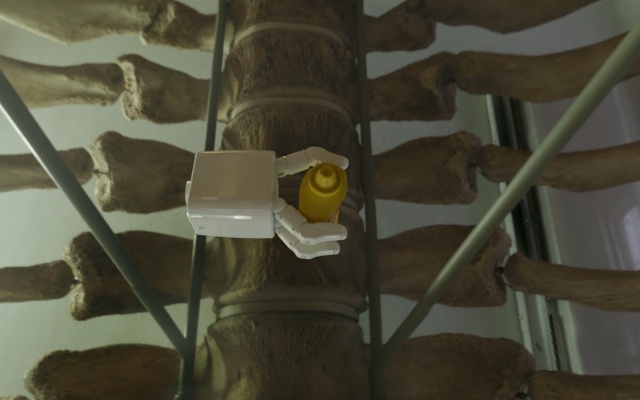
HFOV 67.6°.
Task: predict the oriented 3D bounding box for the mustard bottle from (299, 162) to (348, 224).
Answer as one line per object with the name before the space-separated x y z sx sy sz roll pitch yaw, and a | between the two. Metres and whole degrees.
mustard bottle | 0.000 0.002 0.648 0.058 0.096 0.192 23 -22 6
